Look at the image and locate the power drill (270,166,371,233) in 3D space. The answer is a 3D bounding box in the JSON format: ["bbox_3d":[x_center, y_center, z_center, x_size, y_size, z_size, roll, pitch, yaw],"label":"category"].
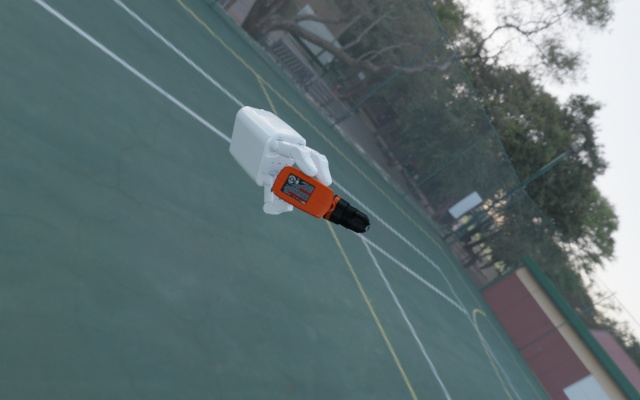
[{"bbox_3d":[0.000,0.003,0.861,0.184,0.057,0.188,28,-2,13],"label":"power drill"}]
